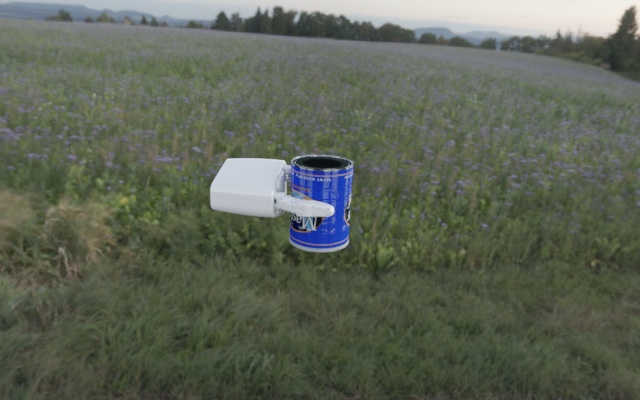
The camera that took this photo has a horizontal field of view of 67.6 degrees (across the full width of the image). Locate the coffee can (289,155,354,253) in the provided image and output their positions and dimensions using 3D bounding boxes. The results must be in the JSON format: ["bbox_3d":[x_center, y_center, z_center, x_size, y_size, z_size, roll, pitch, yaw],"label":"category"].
[{"bbox_3d":[0.000,0.003,0.799,0.103,0.140,0.102,2,18,-1],"label":"coffee can"}]
